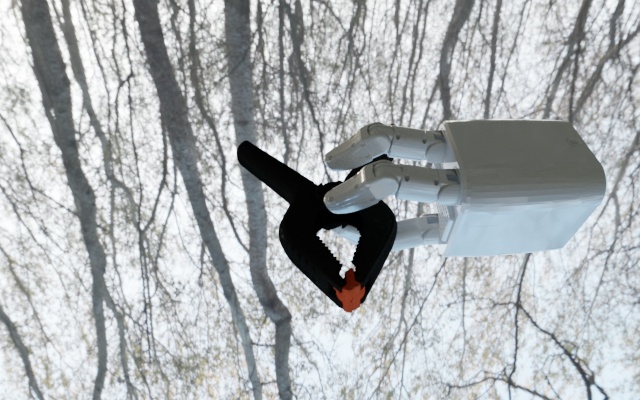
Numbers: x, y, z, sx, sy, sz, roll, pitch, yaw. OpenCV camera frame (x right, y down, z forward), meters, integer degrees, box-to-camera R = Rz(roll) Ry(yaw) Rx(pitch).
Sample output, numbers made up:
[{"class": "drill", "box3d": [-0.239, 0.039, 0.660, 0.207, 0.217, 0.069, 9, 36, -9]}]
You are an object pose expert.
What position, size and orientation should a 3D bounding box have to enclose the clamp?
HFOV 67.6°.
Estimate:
[{"class": "clamp", "box3d": [0.000, 0.002, 0.409, 0.164, 0.036, 0.209, -3, 42, 3]}]
